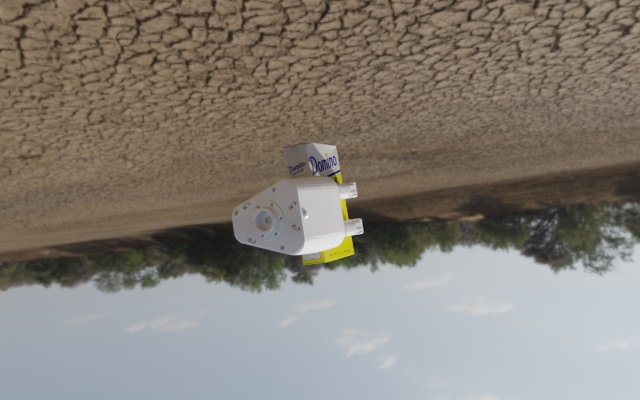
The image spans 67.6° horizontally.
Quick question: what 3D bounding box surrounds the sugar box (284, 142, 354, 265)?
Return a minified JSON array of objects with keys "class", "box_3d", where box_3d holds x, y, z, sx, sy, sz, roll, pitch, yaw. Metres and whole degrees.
[{"class":"sugar box","box_3d":[0.001,0.002,0.725,0.048,0.176,0.093,-8,-1,32]}]
